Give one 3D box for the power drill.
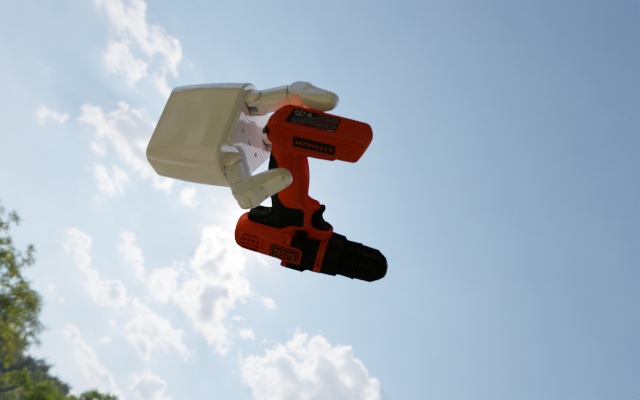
[{"bbox_3d":[0.000,0.001,0.520,0.184,0.188,0.057,14,33,4],"label":"power drill"}]
